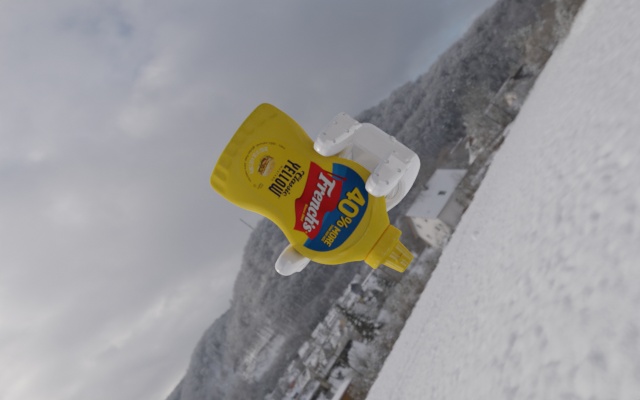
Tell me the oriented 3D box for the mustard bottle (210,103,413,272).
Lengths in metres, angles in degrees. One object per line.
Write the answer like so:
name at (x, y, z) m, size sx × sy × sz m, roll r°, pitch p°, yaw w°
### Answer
mustard bottle at (0.000, 0.001, 0.433) m, size 0.191 × 0.096 × 0.058 m, roll 36°, pitch 3°, yaw 9°
